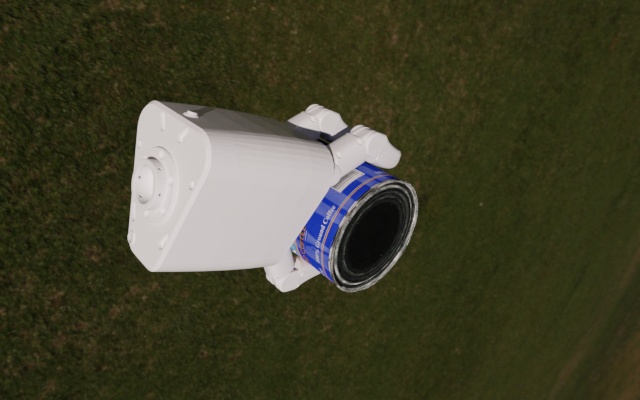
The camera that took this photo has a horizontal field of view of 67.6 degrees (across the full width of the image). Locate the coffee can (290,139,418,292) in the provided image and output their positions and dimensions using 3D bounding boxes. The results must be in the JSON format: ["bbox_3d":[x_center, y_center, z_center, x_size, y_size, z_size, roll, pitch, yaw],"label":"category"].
[{"bbox_3d":[0.000,0.001,0.428,0.103,0.103,0.140,0,24,-47],"label":"coffee can"}]
